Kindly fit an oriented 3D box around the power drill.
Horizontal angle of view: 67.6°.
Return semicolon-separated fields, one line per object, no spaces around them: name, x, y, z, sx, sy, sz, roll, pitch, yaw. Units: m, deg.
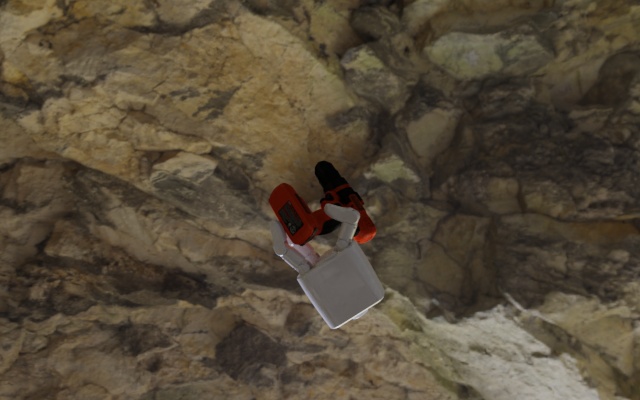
power drill;0.000;0.003;0.857;0.187;0.184;0.057;-8;-34;-48
